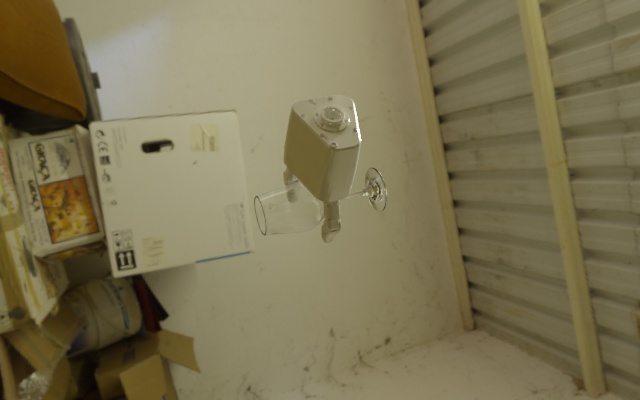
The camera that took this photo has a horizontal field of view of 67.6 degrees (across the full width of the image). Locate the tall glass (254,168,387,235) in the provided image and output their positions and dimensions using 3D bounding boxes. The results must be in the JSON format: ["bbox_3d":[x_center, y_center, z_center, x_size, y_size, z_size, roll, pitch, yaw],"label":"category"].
[{"bbox_3d":[0.001,0.002,0.755,0.201,0.079,0.079,-13,4,-19],"label":"tall glass"}]
